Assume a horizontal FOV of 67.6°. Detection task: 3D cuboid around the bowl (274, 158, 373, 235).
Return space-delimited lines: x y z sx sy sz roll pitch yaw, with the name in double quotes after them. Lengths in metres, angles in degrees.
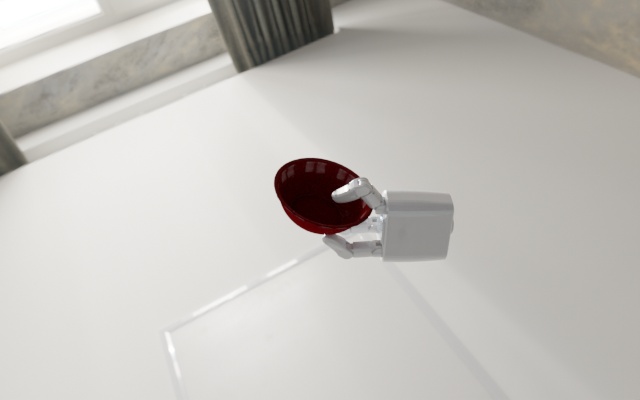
-0.001 0.002 0.761 0.162 0.055 0.162 11 41 -10 "bowl"
